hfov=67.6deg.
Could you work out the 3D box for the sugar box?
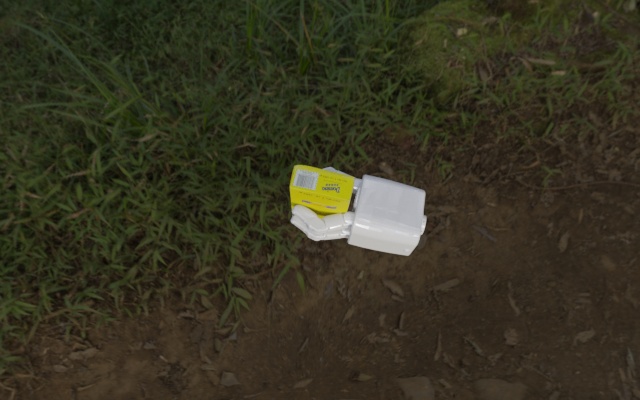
[{"bbox_3d":[0.000,0.003,0.777,0.093,0.048,0.176,13,-21,4],"label":"sugar box"}]
